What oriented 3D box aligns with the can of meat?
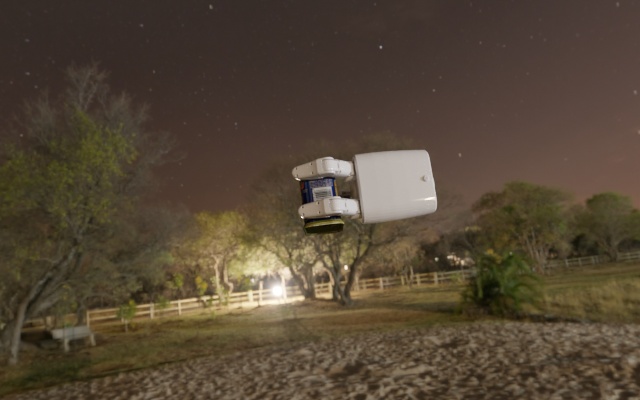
[{"bbox_3d":[0.000,0.002,0.697,0.057,0.084,0.102,-7,-11,0],"label":"can of meat"}]
